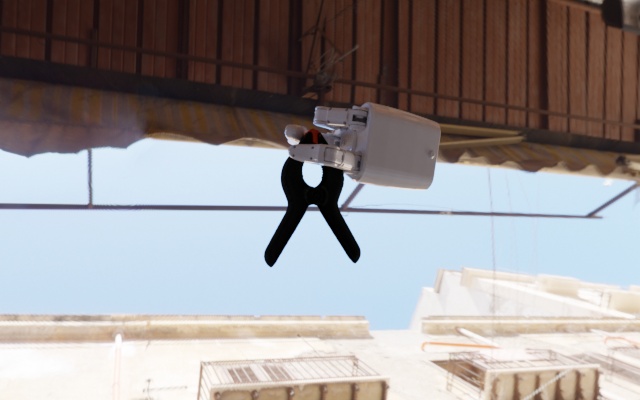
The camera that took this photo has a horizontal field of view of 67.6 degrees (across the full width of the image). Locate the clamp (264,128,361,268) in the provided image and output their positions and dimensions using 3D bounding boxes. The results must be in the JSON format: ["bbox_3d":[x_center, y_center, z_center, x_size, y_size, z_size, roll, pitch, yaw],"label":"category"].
[{"bbox_3d":[0.000,0.002,0.585,0.120,0.171,0.039,9,-1,-22],"label":"clamp"}]
